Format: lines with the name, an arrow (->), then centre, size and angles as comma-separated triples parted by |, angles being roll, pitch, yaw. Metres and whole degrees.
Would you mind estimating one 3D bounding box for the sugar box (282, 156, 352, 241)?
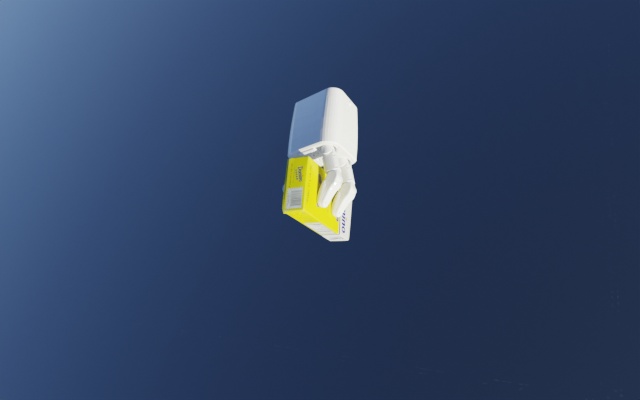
sugar box -> 0.001, 0.002, 0.809 | 0.048, 0.093, 0.176 | -5, -21, 29
